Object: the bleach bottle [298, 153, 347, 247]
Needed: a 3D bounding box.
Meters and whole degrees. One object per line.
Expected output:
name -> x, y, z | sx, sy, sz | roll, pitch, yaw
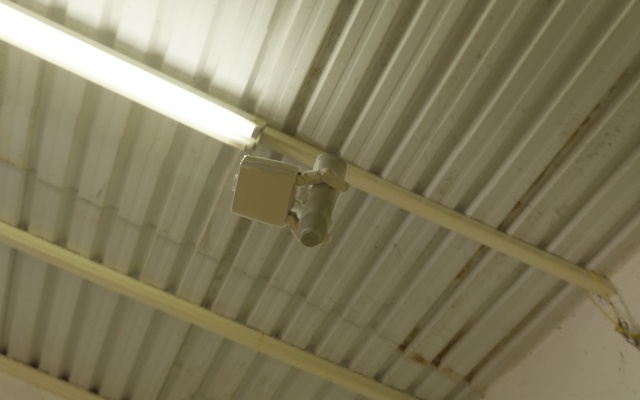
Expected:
bleach bottle -> 0.000, 0.003, 0.893 | 0.068, 0.103, 0.250 | 15, 27, 1
